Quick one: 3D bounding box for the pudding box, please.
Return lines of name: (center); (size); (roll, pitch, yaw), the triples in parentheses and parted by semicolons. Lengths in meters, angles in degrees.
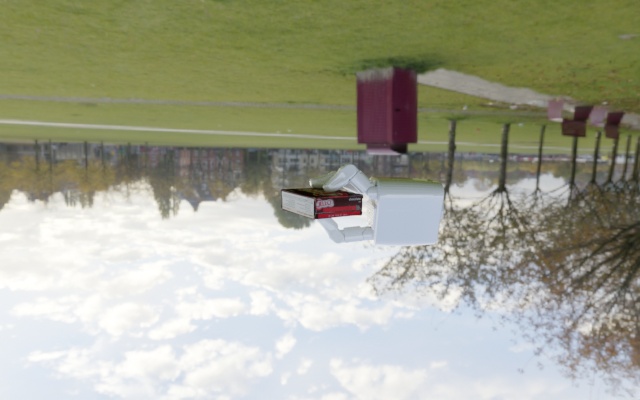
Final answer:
pudding box: (0.000, 0.003, 0.763); (0.090, 0.039, 0.113); (-3, 7, -32)
